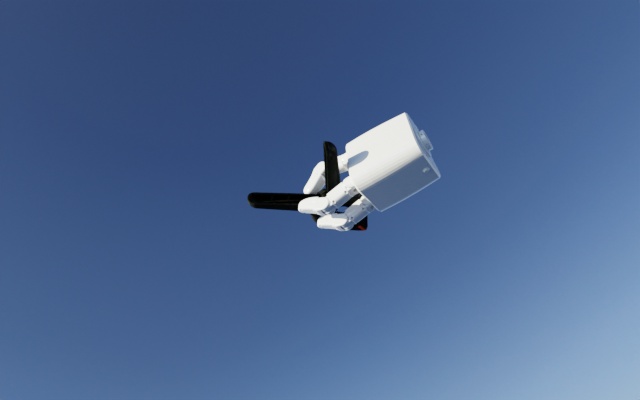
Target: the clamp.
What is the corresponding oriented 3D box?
[{"bbox_3d":[0.000,0.002,0.758,0.164,0.036,0.210,-27,-40,21],"label":"clamp"}]
